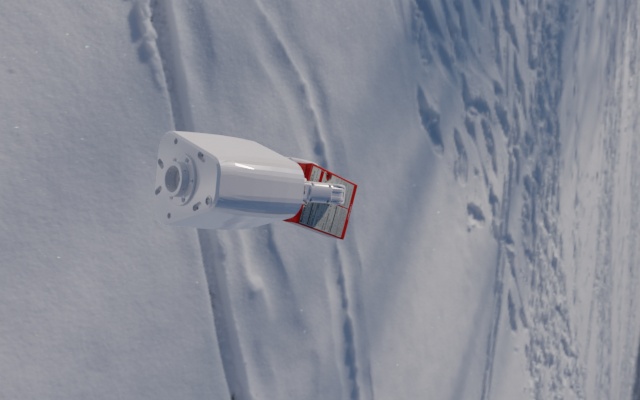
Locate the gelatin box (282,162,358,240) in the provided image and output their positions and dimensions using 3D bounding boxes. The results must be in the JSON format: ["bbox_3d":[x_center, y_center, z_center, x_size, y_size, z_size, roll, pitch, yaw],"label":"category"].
[{"bbox_3d":[0.001,0.002,0.580,0.030,0.073,0.089,6,-12,45],"label":"gelatin box"}]
